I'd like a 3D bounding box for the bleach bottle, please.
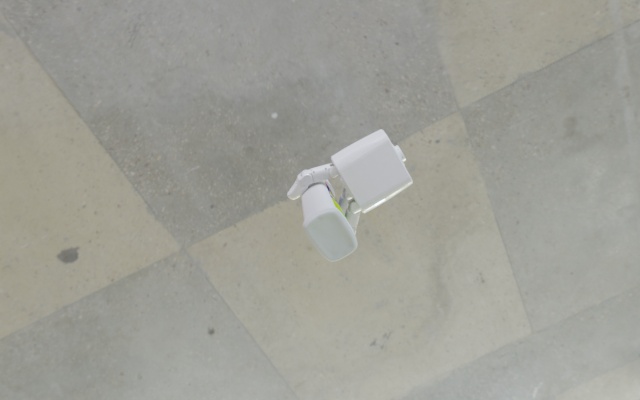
[{"bbox_3d":[0.000,0.003,0.876,0.068,0.103,0.250,-31,28,7],"label":"bleach bottle"}]
